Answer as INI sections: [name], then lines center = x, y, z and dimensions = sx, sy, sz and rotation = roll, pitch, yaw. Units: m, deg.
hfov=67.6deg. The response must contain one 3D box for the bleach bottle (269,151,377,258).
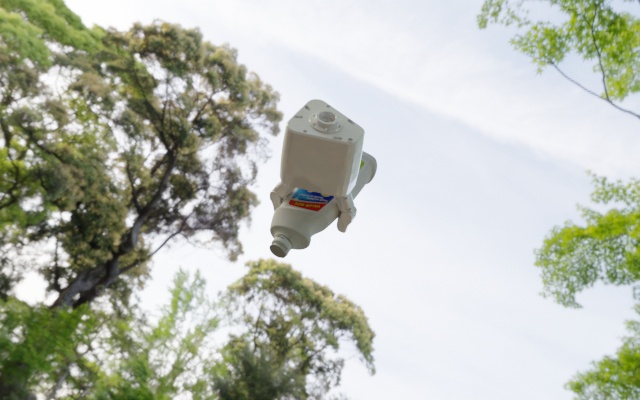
[bleach bottle]
center = 0.000, 0.003, 0.791
dimensions = 0.102, 0.068, 0.250
rotation = 25, 49, 13
